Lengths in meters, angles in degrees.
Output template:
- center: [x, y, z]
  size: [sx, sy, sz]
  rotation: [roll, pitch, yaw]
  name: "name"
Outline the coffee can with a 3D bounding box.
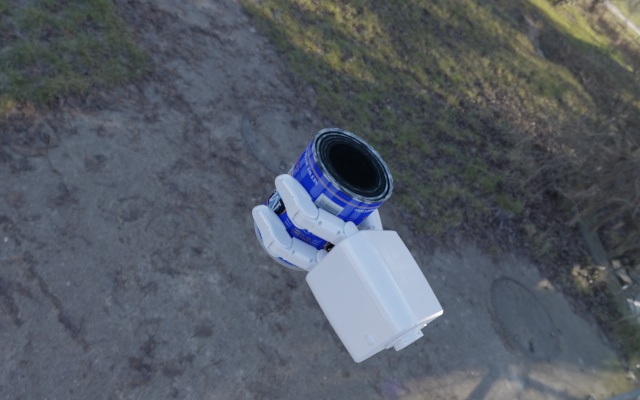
- center: [0.000, 0.002, 0.549]
  size: [0.103, 0.102, 0.140]
  rotation: [0, -36, -40]
  name: "coffee can"
